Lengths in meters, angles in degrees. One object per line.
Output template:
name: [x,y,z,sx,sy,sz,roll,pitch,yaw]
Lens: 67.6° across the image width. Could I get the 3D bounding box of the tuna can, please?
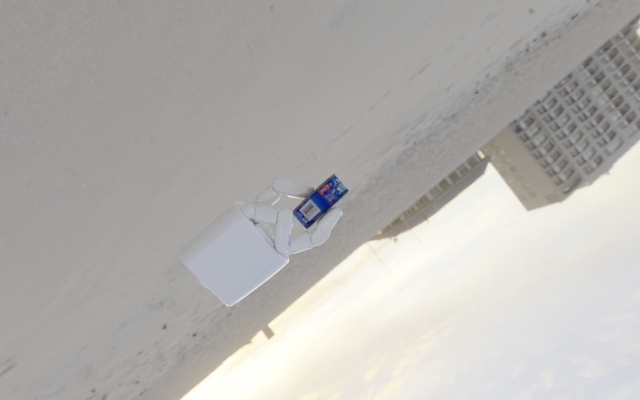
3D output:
tuna can: [0.001,0.003,0.696,0.086,0.034,0.086,-42,-2,-2]
